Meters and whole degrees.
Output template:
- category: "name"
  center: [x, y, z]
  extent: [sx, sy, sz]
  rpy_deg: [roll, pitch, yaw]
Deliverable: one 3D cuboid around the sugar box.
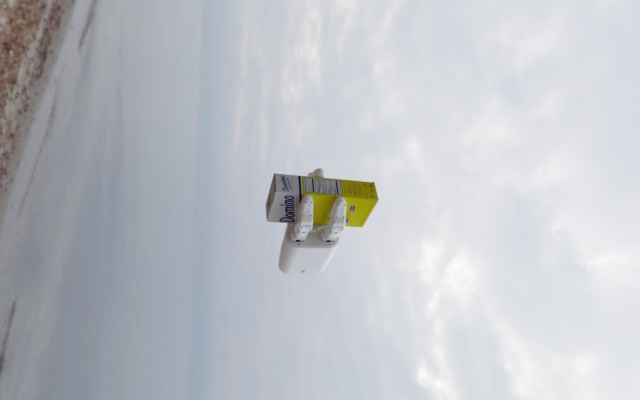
- category: "sugar box"
  center: [0.000, 0.003, 0.813]
  extent: [0.176, 0.048, 0.093]
  rpy_deg: [2, -35, -15]
